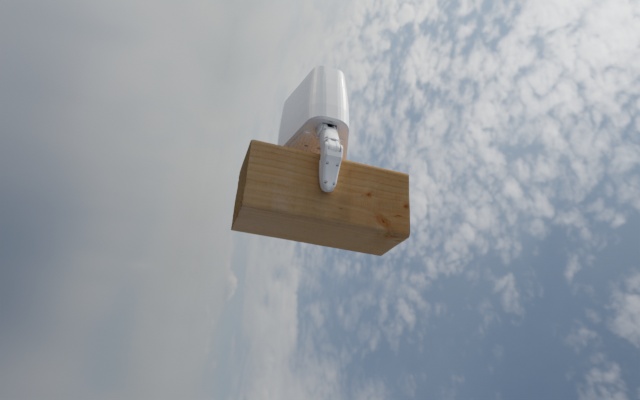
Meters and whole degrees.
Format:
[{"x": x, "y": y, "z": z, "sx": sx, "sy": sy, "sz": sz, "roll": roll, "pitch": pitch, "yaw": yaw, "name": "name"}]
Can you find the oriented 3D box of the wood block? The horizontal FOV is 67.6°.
[{"x": 0.000, "y": 0.002, "z": 0.607, "sx": 0.206, "sy": 0.090, "sz": 0.091, "roll": 11, "pitch": -26, "yaw": -14, "name": "wood block"}]
